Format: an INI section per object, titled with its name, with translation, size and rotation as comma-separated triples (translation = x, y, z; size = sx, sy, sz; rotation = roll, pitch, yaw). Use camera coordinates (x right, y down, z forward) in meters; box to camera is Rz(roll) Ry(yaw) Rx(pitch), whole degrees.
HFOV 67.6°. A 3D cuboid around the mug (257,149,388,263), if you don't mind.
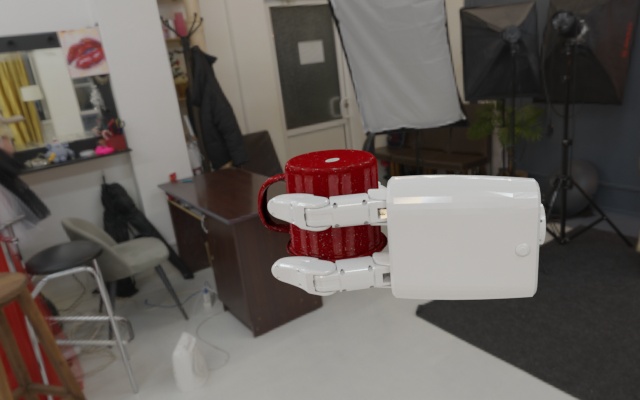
[mug]
translation = -0.001, 0.001, 0.430
size = 0.117, 0.081, 0.093
rotation = -1, 18, 13
